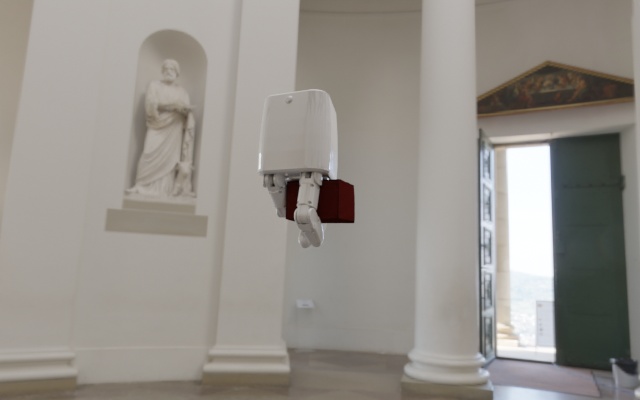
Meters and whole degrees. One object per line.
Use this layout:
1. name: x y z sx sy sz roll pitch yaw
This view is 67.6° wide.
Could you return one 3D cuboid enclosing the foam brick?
1. foam brick: 0.000 0.002 0.623 0.078 0.051 0.053 -1 -9 26
